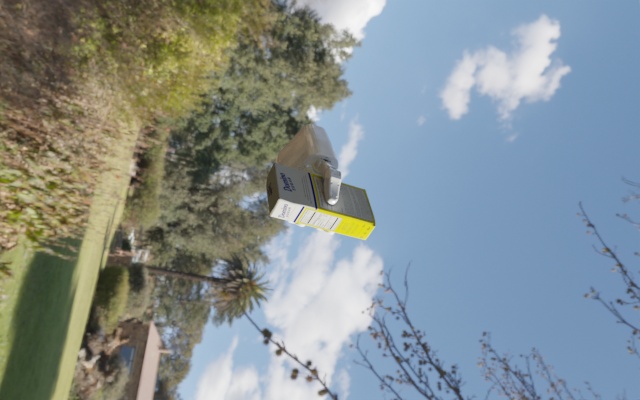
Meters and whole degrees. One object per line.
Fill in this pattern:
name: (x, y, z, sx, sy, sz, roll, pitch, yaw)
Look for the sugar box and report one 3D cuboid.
sugar box: (0.000, 0.003, 0.784, 0.176, 0.048, 0.093, 14, 38, -22)
